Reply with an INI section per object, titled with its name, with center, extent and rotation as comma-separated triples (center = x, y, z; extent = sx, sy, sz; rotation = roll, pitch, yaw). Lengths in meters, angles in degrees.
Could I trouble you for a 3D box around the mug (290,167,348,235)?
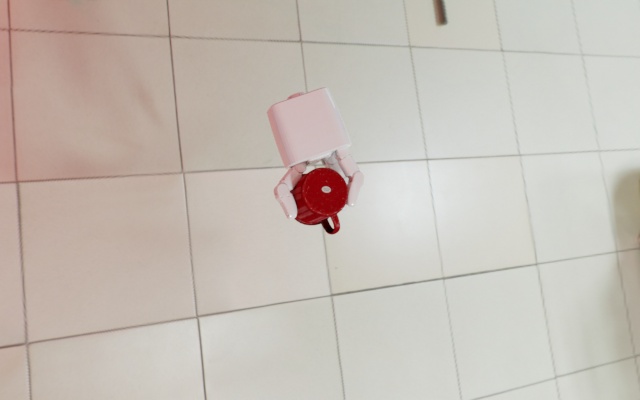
[mug]
center = 0.001, 0.004, 0.797
extent = 0.093, 0.117, 0.081
rotation = -23, -1, -22
